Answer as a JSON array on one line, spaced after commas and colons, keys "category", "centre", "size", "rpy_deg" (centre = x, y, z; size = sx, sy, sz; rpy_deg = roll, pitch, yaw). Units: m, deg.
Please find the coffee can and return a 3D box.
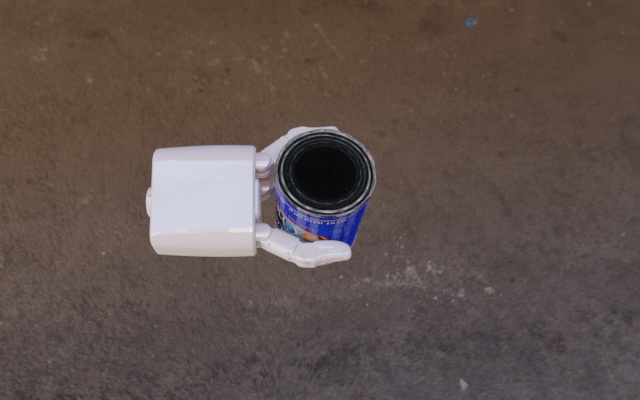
[{"category": "coffee can", "centre": [0.000, 0.002, 0.537], "size": [0.103, 0.102, 0.140], "rpy_deg": [0, -27, -5]}]
